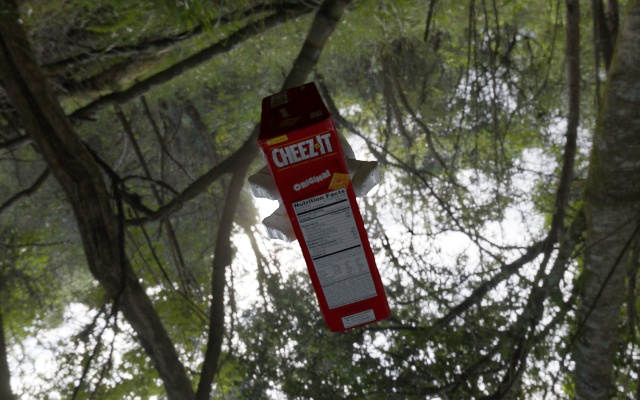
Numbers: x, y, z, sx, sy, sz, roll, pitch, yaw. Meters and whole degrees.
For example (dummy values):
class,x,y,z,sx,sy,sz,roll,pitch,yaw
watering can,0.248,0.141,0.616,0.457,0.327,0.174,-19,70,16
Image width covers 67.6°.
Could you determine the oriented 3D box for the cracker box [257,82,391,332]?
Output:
class,x,y,z,sx,sy,sz,roll,pitch,yaw
cracker box,0.000,0.002,0.497,0.072,0.214,0.164,-18,24,2
